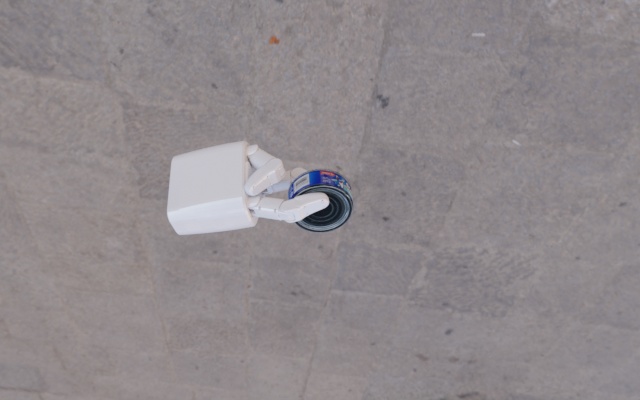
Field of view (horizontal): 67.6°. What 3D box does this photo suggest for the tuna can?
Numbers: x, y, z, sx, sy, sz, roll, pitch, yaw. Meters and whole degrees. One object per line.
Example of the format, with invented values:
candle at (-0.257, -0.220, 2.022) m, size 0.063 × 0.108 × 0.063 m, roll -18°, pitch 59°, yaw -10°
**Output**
tuna can at (0.000, 0.002, 0.628) m, size 0.086 × 0.086 × 0.033 m, roll 0°, pitch 41°, yaw -4°
